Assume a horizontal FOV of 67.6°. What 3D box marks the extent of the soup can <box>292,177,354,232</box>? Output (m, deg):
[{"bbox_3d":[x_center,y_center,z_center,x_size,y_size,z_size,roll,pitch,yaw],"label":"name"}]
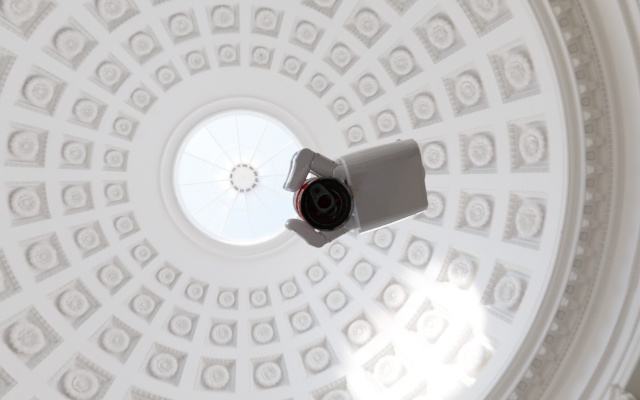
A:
[{"bbox_3d":[0.000,0.002,0.637,0.068,0.068,0.102,0,3,-9],"label":"soup can"}]
